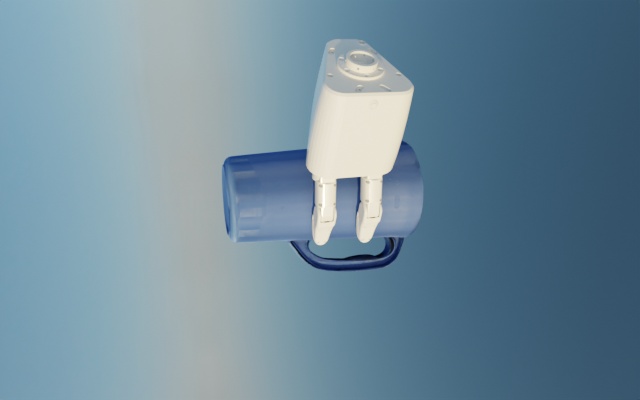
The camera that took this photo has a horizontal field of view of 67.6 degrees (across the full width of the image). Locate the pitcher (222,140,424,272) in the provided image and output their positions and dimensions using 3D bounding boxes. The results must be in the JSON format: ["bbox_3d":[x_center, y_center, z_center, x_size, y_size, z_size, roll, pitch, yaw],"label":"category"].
[{"bbox_3d":[0.000,0.002,0.619,0.243,0.149,0.145,-4,-40,-15],"label":"pitcher"}]
